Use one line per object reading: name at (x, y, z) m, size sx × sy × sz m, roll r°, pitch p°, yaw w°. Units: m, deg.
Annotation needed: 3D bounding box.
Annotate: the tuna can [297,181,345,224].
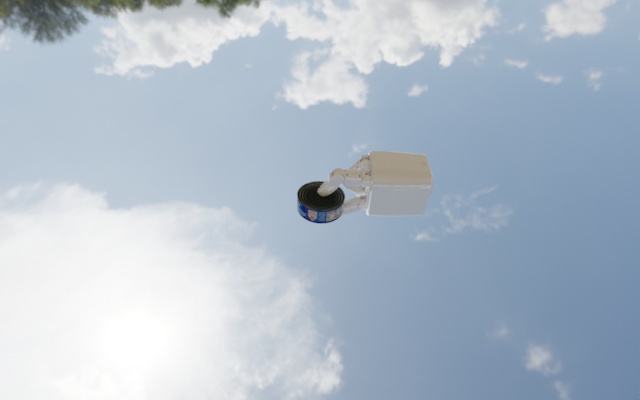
tuna can at (0.000, 0.003, 0.860) m, size 0.086 × 0.034 × 0.086 m, roll 3°, pitch 38°, yaw -2°
